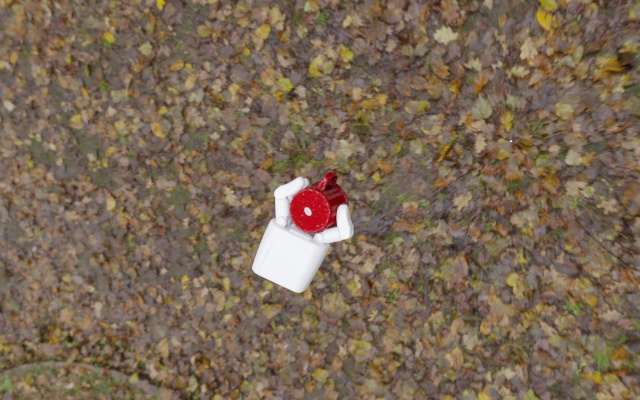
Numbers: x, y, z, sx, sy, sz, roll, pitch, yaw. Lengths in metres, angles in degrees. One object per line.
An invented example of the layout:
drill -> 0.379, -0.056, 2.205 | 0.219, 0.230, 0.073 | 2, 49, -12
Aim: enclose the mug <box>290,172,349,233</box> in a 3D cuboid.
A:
mug -> 0.001, 0.002, 0.867 | 0.093, 0.117, 0.081 | 30, 18, 16
